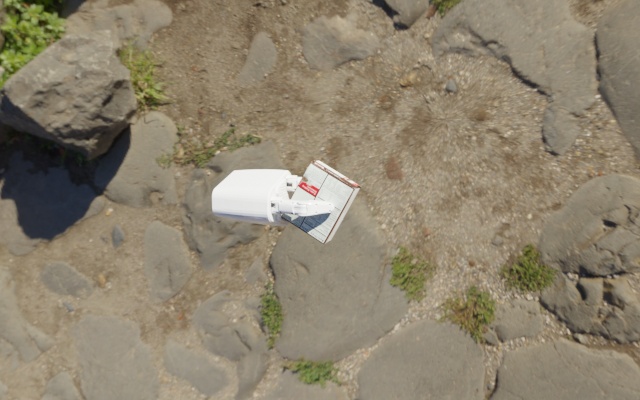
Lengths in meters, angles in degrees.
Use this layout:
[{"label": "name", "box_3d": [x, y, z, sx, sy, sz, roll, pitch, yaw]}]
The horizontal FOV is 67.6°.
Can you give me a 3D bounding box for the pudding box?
[{"label": "pudding box", "box_3d": [0.000, 0.003, 0.790, 0.090, 0.113, 0.039, 32, 18, 11]}]
